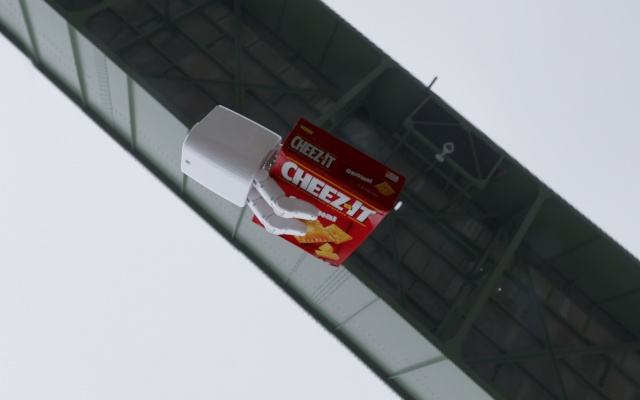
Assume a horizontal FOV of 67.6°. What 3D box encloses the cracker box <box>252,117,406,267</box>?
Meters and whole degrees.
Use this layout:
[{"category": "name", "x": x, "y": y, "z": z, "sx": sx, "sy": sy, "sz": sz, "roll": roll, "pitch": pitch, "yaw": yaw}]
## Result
[{"category": "cracker box", "x": 0.000, "y": 0.002, "z": 0.700, "sx": 0.164, "sy": 0.072, "sz": 0.214, "roll": 29, "pitch": -33, "yaw": -2}]
